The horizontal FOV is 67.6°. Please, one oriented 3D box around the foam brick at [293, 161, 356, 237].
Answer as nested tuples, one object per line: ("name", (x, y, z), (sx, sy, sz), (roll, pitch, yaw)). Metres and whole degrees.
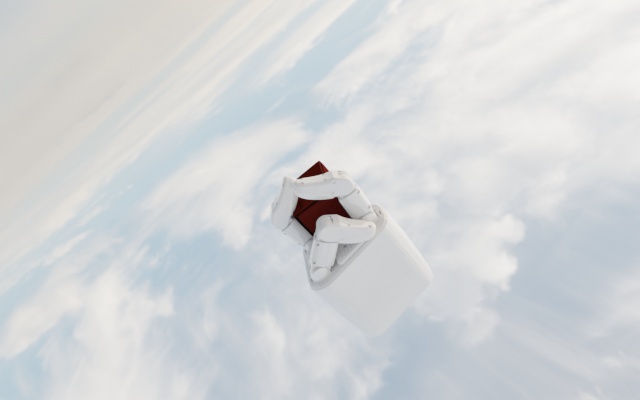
("foam brick", (0.000, 0.002, 0.545), (0.053, 0.051, 0.078), (-38, 28, 11))
